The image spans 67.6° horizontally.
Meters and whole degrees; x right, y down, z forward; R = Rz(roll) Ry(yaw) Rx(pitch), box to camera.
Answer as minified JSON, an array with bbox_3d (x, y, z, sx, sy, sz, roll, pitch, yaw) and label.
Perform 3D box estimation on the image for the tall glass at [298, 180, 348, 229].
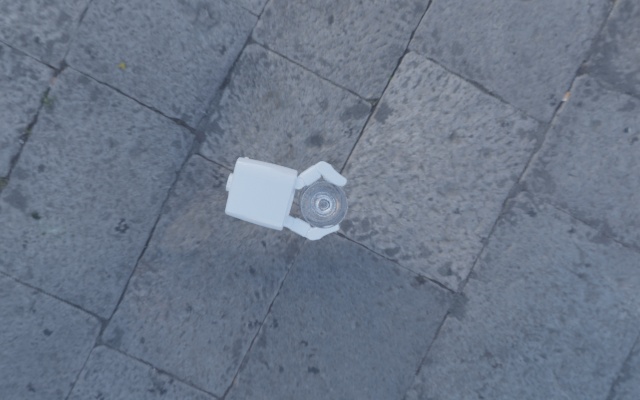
[{"bbox_3d":[0.000,0.003,0.849,0.079,0.079,0.201,0,3,-3],"label":"tall glass"}]
